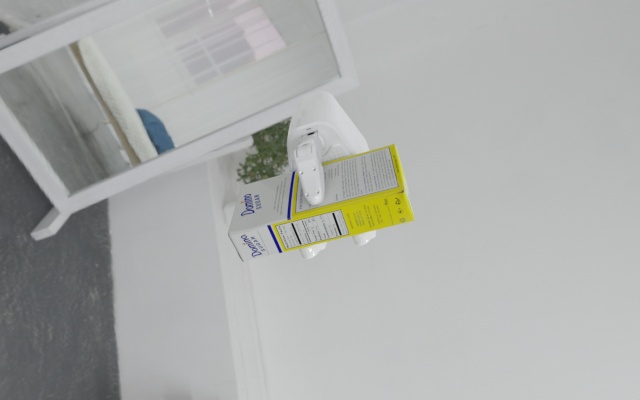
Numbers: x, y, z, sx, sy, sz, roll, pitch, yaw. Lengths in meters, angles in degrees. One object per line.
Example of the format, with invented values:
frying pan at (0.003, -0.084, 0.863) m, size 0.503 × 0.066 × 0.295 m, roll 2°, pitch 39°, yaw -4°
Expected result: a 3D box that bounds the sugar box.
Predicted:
sugar box at (0.000, 0.002, 0.489) m, size 0.176 × 0.048 × 0.093 m, roll -16°, pitch 31°, yaw 12°
